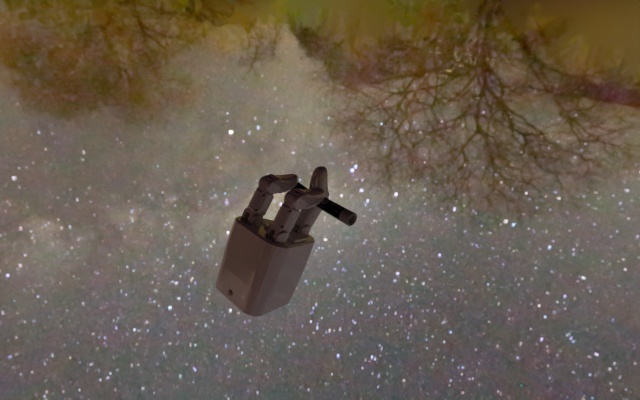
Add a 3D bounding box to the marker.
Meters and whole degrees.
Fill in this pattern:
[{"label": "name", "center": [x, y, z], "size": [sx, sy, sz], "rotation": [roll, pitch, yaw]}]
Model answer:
[{"label": "marker", "center": [0.000, 0.002, 0.651], "size": [0.020, 0.020, 0.121], "rotation": [0, 22, -47]}]
